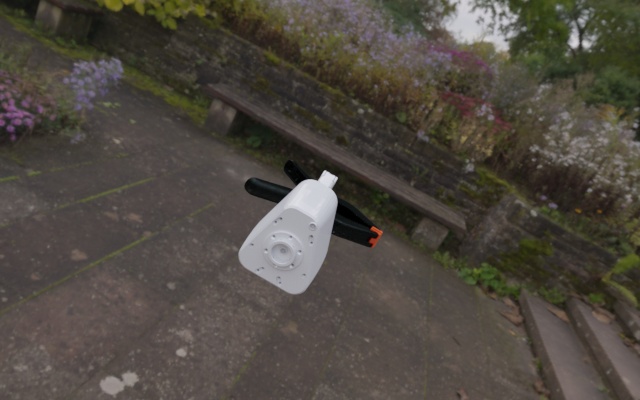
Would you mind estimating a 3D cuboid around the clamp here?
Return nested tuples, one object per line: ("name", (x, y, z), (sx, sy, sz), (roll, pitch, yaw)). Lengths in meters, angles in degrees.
("clamp", (0.001, 0.002, 0.744), (0.210, 0.036, 0.164), (29, 23, 2))
